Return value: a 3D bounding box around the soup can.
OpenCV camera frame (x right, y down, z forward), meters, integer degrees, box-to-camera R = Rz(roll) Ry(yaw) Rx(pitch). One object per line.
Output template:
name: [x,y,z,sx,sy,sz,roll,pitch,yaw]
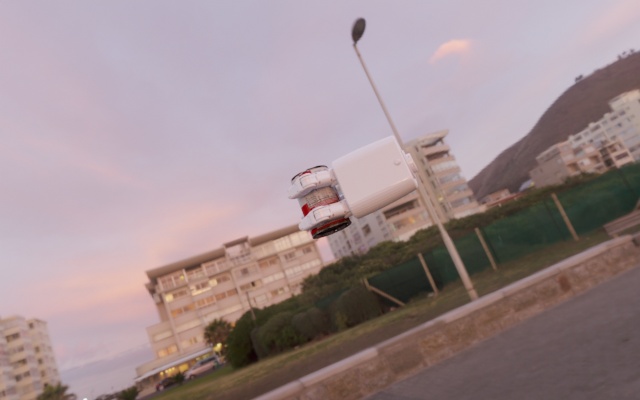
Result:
soup can: [0.000,0.002,0.772,0.068,0.102,0.068,-21,-13,-5]
